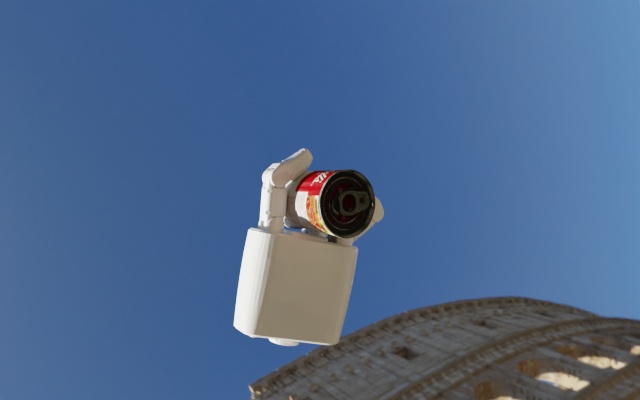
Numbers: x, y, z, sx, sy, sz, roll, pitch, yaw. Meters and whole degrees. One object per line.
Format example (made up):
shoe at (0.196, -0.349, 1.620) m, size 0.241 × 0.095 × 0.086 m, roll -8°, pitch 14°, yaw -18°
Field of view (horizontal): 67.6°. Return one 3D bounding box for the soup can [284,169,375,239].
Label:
soup can at (0.000, 0.001, 0.507) m, size 0.068 × 0.068 × 0.102 m, roll 0°, pitch 2°, yaw -33°
